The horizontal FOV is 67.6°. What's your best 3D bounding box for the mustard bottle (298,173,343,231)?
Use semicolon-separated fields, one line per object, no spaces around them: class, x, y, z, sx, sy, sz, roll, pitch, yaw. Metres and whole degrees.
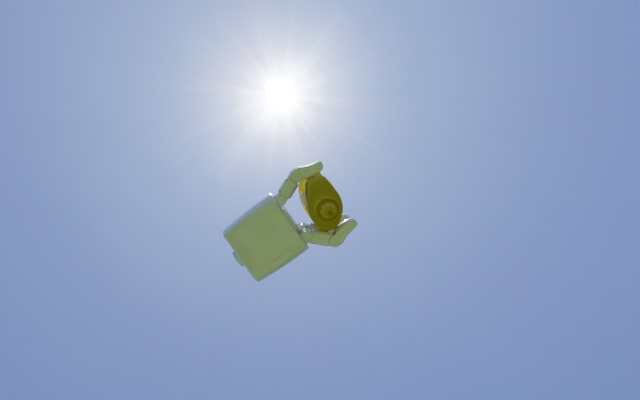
mustard bottle;0.000;0.003;0.832;0.058;0.096;0.191;-12;11;-6
